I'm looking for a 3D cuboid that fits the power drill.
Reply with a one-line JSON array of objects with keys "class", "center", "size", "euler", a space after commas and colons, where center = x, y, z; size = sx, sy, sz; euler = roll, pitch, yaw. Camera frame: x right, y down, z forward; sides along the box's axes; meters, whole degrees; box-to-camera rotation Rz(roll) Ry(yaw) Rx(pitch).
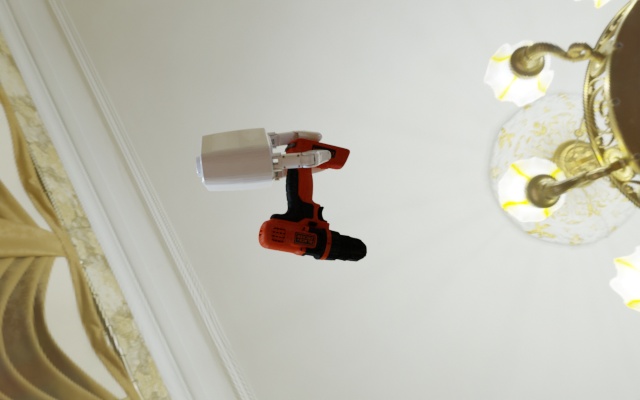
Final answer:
[{"class": "power drill", "center": [0.000, 0.002, 0.781], "size": [0.184, 0.187, 0.057], "euler": [12, -13, -21]}]
